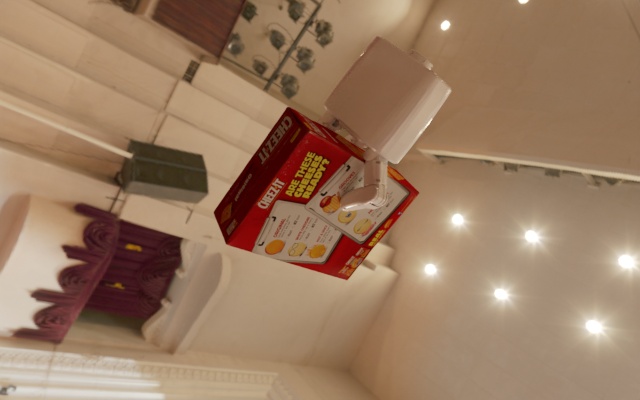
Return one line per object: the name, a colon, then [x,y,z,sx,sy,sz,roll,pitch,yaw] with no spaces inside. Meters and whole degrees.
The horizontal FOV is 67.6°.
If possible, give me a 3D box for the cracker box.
cracker box: [0.000,0.002,0.606,0.214,0.164,0.072,24,20,-41]
